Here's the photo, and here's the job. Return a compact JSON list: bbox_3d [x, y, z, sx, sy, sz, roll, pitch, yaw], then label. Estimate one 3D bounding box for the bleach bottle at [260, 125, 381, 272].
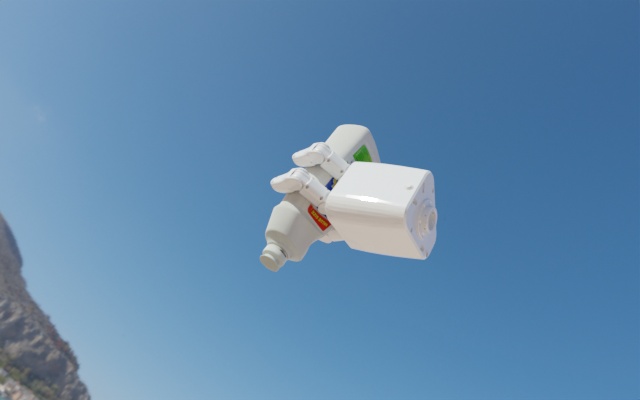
[{"bbox_3d":[0.000,0.002,0.662,0.068,0.103,0.250,9,46,33],"label":"bleach bottle"}]
